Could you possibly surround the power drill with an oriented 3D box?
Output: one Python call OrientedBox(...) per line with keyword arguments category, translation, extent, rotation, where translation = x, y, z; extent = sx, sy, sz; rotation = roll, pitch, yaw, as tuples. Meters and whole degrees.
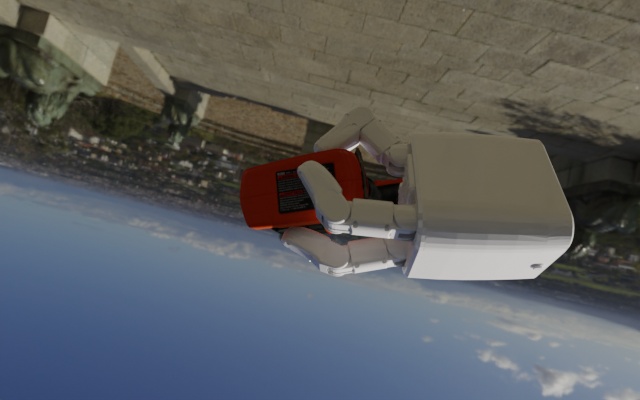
OrientedBox(category="power drill", translation=(0.000, 0.002, 0.468), extent=(0.184, 0.057, 0.187), rotation=(-11, -8, 20))
